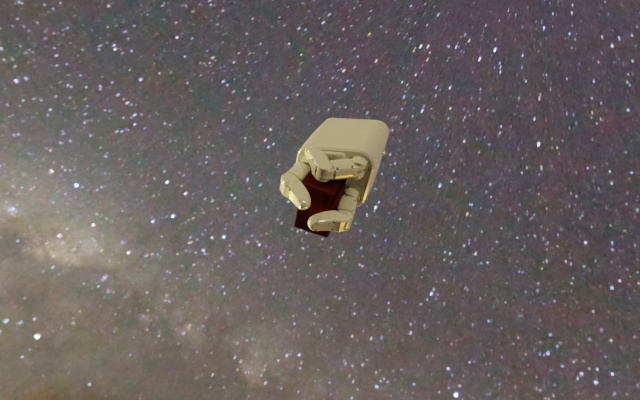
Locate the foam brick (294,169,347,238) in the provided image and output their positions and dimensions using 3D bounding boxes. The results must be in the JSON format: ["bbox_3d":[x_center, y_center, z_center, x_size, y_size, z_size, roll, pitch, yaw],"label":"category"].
[{"bbox_3d":[0.000,0.002,0.666,0.053,0.078,0.051,20,40,9],"label":"foam brick"}]
